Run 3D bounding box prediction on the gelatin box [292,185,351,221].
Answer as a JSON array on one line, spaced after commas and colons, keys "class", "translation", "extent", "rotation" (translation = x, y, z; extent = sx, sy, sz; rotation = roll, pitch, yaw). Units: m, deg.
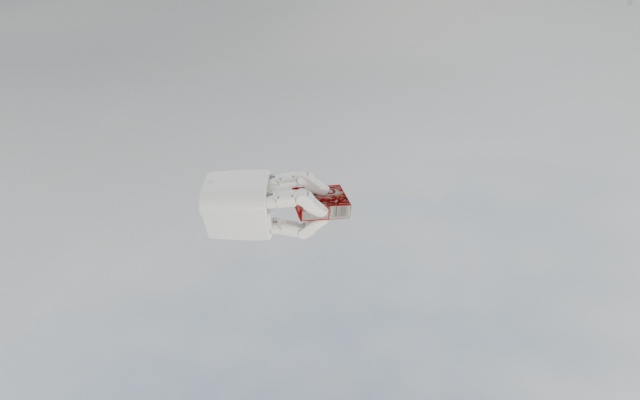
[{"class": "gelatin box", "translation": [0.000, 0.003, 0.813], "extent": [0.089, 0.030, 0.073], "rotation": [-3, 30, -13]}]
